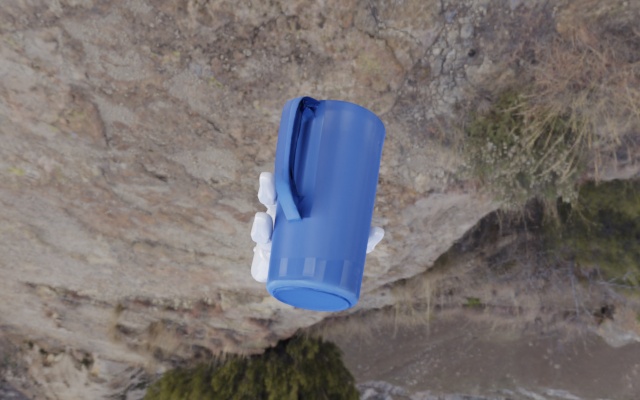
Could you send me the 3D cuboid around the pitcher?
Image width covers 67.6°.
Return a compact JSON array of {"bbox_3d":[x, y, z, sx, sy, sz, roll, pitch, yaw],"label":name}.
[{"bbox_3d":[0.000,0.002,0.588,0.149,0.242,0.145,14,-27,-12],"label":"pitcher"}]
